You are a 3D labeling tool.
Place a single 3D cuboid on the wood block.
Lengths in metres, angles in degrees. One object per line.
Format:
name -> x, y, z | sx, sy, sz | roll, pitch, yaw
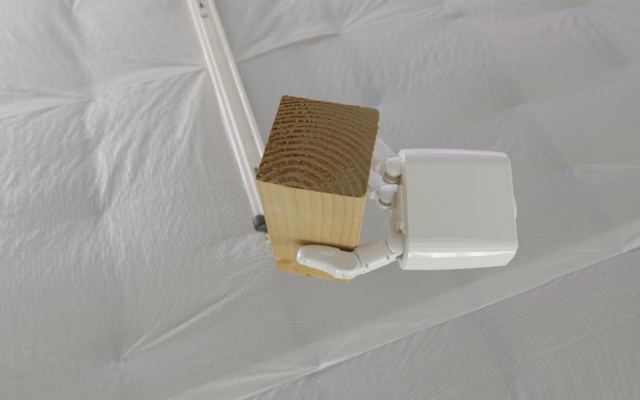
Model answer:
wood block -> 0.000, 0.002, 0.480 | 0.090, 0.090, 0.206 | 10, -28, 6
